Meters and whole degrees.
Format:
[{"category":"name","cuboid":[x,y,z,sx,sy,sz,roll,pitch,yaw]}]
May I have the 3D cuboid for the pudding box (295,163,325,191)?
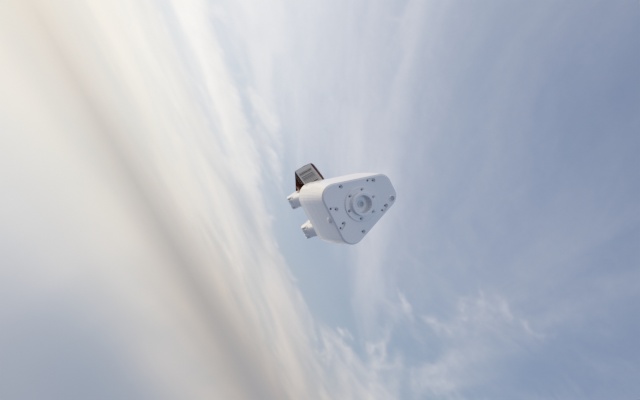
[{"category":"pudding box","cuboid":[0.000,0.003,0.819,0.039,0.113,0.090,-30,-19,-14]}]
